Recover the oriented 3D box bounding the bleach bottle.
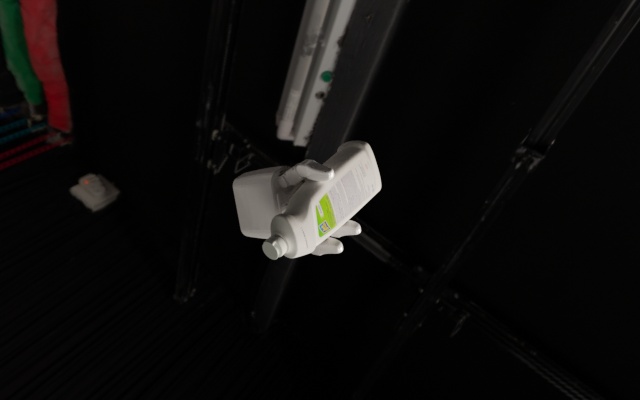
[{"bbox_3d":[0.000,0.002,0.733,0.068,0.103,0.250,-2,27,41],"label":"bleach bottle"}]
